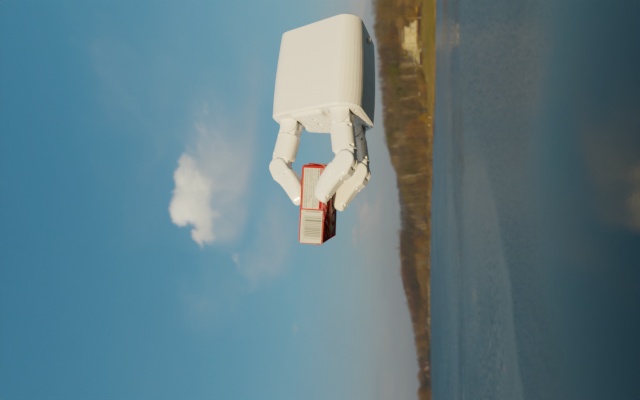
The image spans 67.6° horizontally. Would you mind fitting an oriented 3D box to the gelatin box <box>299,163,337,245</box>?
[{"bbox_3d":[0.000,0.002,0.552,0.030,0.089,0.073,4,4,13],"label":"gelatin box"}]
